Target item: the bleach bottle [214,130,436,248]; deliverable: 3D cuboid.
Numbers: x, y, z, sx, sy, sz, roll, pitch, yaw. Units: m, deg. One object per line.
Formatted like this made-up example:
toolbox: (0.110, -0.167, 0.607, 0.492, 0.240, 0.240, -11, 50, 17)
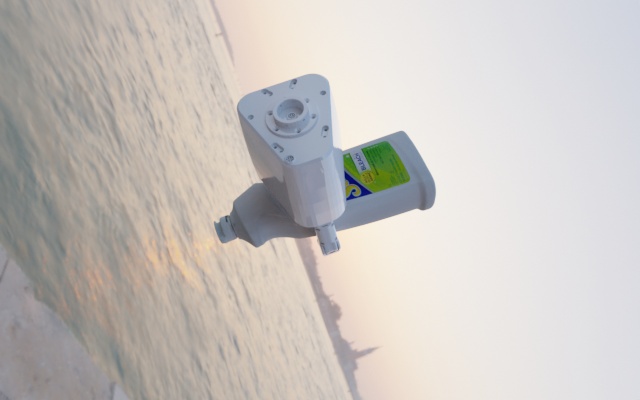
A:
bleach bottle: (0.000, 0.002, 0.565, 0.251, 0.102, 0.068, -20, -31, -4)
